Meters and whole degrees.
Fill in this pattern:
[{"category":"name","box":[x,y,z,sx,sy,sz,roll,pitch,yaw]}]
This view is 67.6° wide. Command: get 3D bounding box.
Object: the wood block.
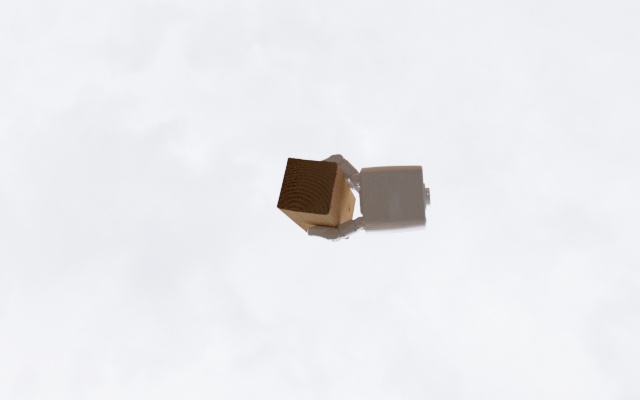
[{"category":"wood block","box":[0.000,0.003,0.863,0.090,0.090,0.206,7,-14,15]}]
